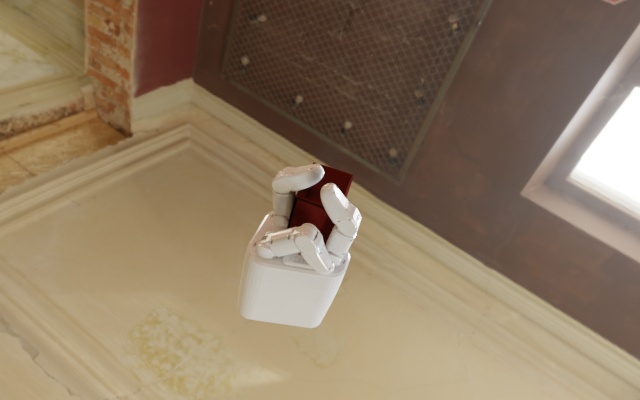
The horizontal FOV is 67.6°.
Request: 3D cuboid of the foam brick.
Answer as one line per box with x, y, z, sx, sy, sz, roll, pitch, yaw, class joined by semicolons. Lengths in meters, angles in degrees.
0.000;0.002;0.555;0.053;0.051;0.078;20;38;5;foam brick
